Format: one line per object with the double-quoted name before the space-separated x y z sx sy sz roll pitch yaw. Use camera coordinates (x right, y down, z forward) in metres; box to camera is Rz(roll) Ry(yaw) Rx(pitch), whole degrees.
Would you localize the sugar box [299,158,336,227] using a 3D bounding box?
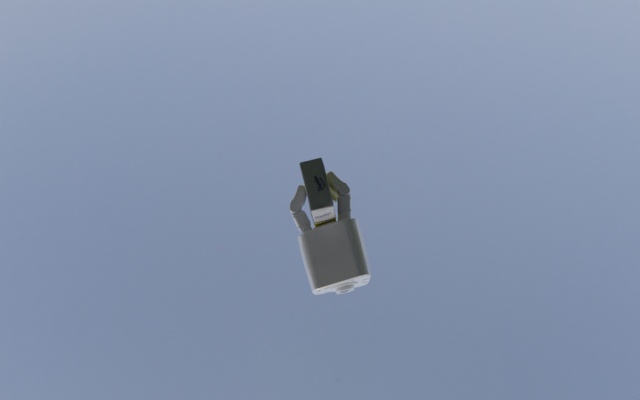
"sugar box" 0.001 0.003 0.866 0.048 0.093 0.176 -13 -21 -3
